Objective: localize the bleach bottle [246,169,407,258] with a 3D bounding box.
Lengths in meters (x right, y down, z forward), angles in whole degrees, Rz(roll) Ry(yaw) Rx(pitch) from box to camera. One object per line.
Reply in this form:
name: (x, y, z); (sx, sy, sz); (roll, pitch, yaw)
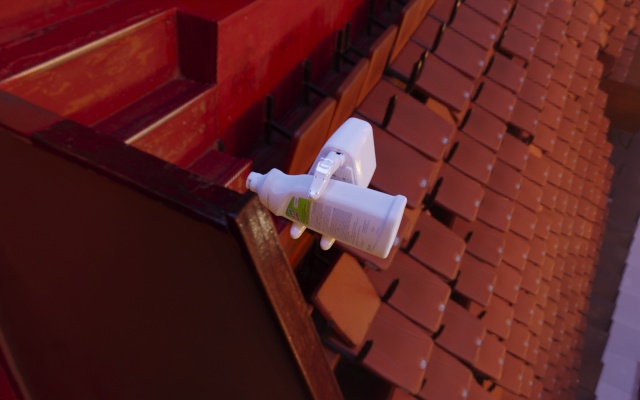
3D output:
bleach bottle: (0.000, 0.003, 0.750); (0.251, 0.103, 0.068); (20, 41, 13)
